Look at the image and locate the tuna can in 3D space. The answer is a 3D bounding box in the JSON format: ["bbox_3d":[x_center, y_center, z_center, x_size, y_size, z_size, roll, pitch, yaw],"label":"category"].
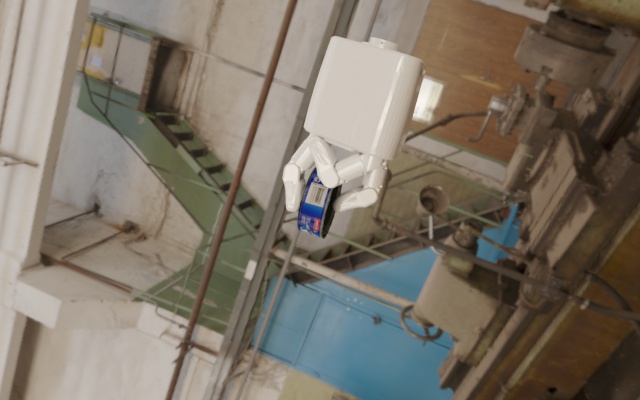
[{"bbox_3d":[0.000,0.002,0.591,0.034,0.086,0.086,16,3,9],"label":"tuna can"}]
